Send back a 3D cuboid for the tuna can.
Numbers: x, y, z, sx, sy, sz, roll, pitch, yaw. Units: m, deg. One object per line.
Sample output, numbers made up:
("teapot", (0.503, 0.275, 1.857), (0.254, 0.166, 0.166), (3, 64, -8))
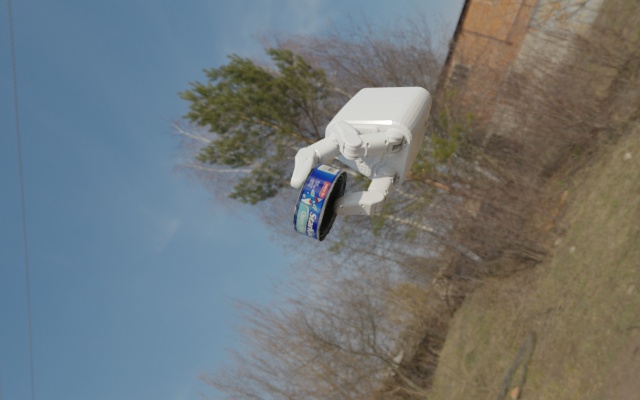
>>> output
("tuna can", (0.000, 0.002, 0.555), (0.034, 0.086, 0.086), (19, 4, 12))
